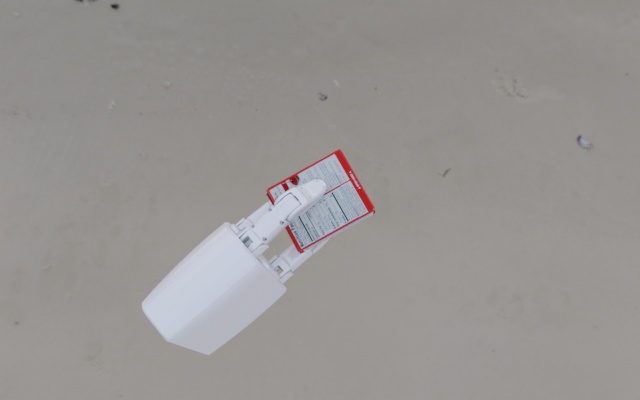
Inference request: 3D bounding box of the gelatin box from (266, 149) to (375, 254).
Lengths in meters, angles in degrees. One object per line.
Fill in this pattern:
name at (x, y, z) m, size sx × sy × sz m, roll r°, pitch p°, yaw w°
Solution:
gelatin box at (0.000, 0.001, 0.486) m, size 0.089 × 0.073 × 0.030 m, roll -29°, pitch -11°, yaw -1°
